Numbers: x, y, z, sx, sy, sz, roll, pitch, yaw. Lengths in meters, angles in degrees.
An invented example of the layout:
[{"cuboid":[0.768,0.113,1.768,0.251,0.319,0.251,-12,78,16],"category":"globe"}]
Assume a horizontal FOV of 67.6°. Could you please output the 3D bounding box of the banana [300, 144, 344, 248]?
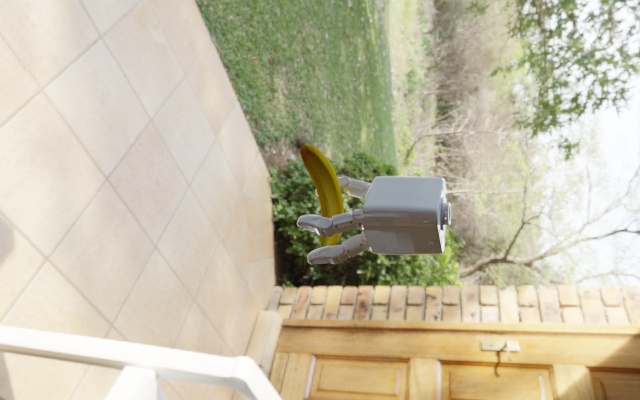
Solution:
[{"cuboid":[0.008,-0.004,0.732,0.037,0.198,0.069,4,30,24],"category":"banana"}]
